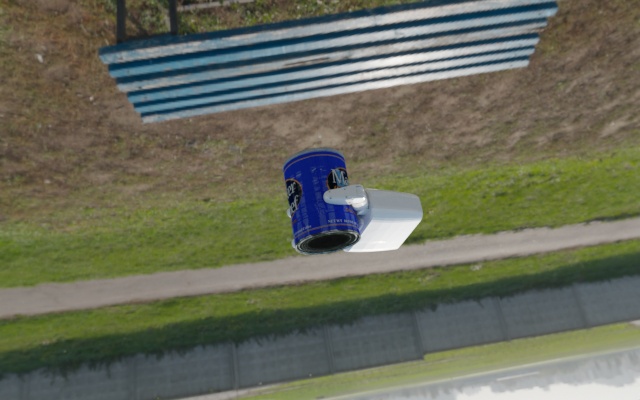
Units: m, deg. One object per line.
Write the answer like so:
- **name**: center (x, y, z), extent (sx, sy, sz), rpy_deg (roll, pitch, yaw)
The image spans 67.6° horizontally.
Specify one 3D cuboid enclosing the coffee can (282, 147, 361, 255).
- **coffee can**: center (0.000, 0.002, 0.749), extent (0.103, 0.140, 0.103), rpy_deg (-9, -23, -4)
